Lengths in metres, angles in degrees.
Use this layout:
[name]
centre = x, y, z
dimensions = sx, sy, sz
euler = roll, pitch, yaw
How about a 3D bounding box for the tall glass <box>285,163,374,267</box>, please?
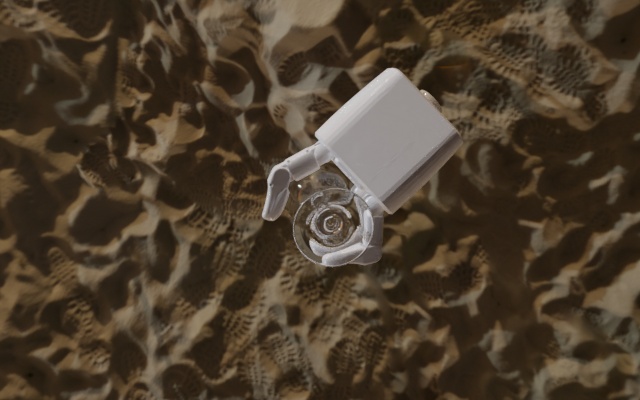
[tall glass]
centre = 0.000, 0.002, 0.524
dimensions = 0.079, 0.079, 0.201
euler = 0, 13, -8
